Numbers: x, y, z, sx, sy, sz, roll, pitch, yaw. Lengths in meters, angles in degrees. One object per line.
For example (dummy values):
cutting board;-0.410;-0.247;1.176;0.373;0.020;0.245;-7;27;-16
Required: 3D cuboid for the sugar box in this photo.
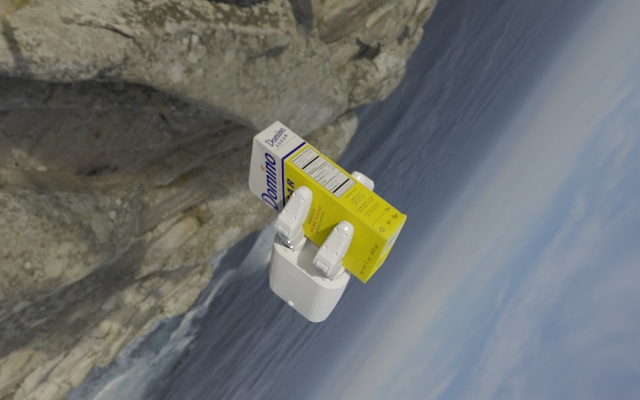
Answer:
sugar box;0.000;0.002;0.513;0.176;0.093;0.048;35;54;15
